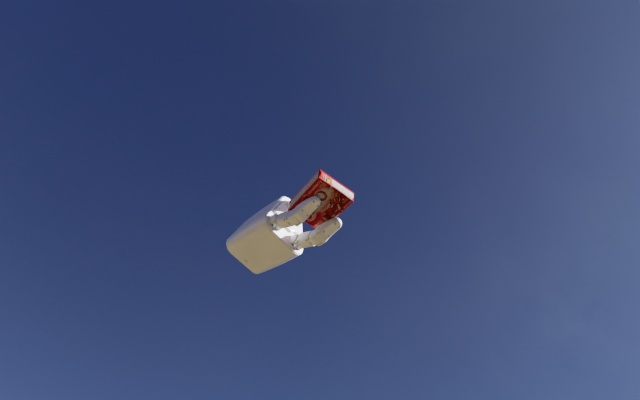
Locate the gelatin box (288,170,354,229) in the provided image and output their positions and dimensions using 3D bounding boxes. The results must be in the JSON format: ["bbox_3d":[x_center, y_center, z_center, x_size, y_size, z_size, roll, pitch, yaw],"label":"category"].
[{"bbox_3d":[0.000,0.002,0.795,0.073,0.089,0.030,34,31,-18],"label":"gelatin box"}]
